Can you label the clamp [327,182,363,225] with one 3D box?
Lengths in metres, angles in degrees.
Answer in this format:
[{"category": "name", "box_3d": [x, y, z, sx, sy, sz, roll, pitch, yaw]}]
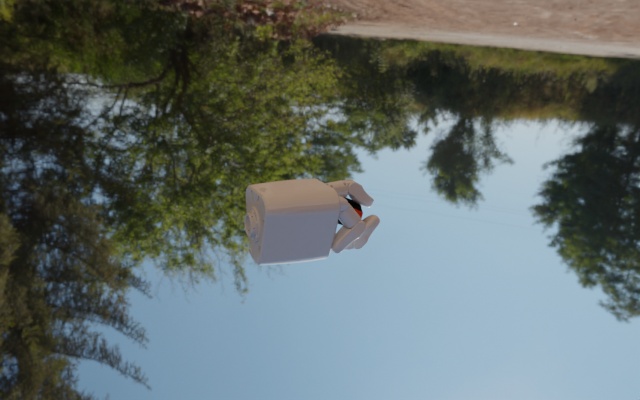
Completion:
[{"category": "clamp", "box_3d": [0.000, 0.003, 0.762, 0.120, 0.039, 0.171, -5, 18, -25]}]
